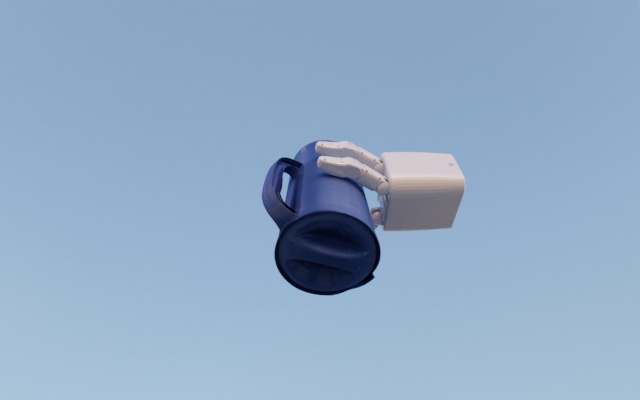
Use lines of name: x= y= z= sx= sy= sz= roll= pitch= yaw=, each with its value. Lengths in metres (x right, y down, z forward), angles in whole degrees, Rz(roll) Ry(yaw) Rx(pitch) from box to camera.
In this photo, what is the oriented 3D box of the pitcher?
pitcher: x=0.000 y=0.002 z=0.685 sx=0.145 sy=0.149 sz=0.242 roll=-2 pitch=32 yaw=0
